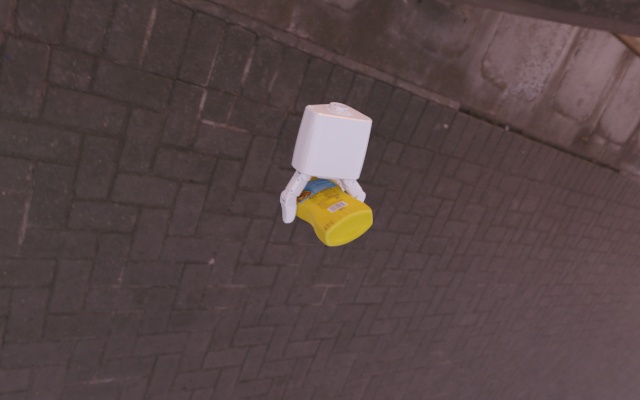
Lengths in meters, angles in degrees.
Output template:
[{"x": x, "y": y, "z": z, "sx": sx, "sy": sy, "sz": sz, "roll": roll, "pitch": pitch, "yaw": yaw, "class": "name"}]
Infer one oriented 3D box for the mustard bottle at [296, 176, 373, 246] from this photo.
[{"x": 0.000, "y": 0.003, "z": 0.846, "sx": 0.096, "sy": 0.058, "sz": 0.191, "roll": -27, "pitch": 40, "yaw": -20, "class": "mustard bottle"}]
